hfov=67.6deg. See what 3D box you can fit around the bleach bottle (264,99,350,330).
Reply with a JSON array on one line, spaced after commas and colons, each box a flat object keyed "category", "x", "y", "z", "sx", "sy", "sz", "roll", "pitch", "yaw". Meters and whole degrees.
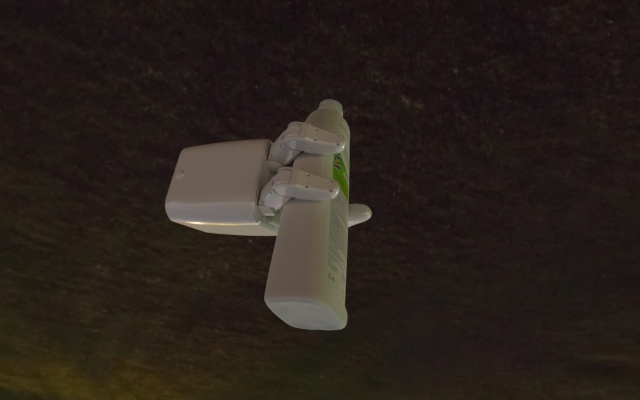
[{"category": "bleach bottle", "x": 0.000, "y": 0.002, "z": 0.514, "sx": 0.068, "sy": 0.250, "sz": 0.103, "roll": -2, "pitch": -31, "yaw": 17}]
